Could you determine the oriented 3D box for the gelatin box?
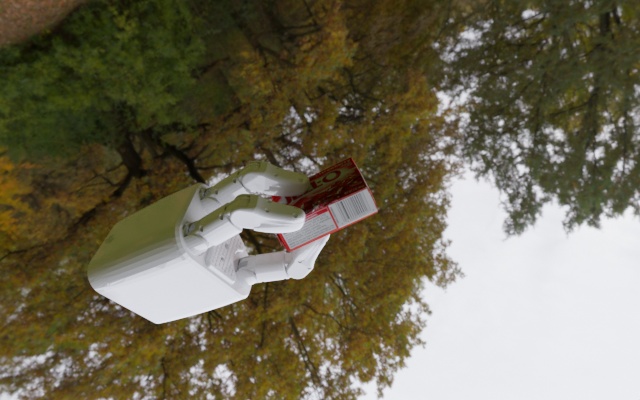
[{"bbox_3d":[0.001,0.002,0.436,0.089,0.030,0.073,-25,26,4],"label":"gelatin box"}]
